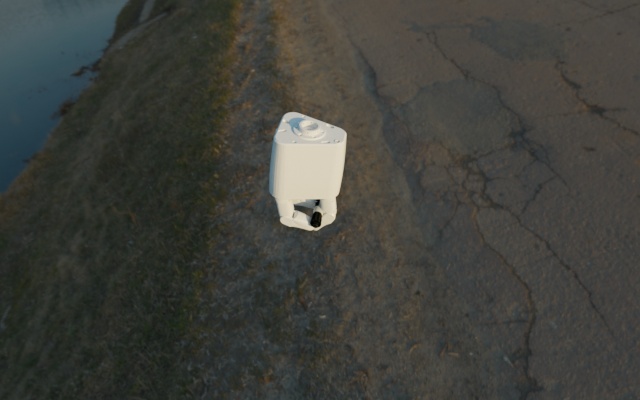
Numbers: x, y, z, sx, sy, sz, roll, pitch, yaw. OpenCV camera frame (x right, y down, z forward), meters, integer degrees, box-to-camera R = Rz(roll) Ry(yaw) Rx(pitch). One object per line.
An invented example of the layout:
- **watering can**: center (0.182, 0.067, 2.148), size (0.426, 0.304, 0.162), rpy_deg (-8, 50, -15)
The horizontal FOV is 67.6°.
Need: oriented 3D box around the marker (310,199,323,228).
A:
- **marker**: center (0.000, 0.003, 0.826), size (0.020, 0.020, 0.121), rpy_deg (0, 41, 12)
